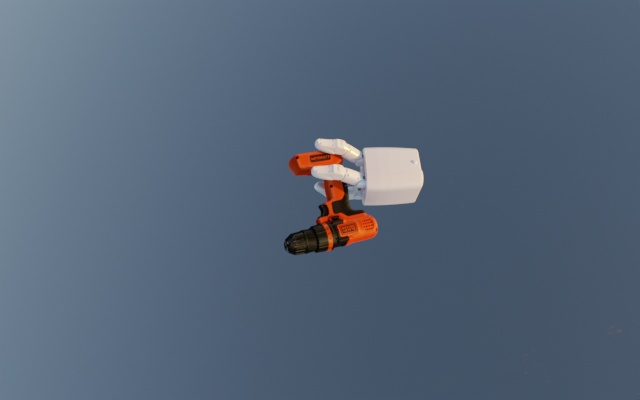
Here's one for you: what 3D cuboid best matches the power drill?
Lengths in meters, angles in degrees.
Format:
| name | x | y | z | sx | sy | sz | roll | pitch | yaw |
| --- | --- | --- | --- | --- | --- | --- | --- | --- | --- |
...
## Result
| name | x | y | z | sx | sy | sz | roll | pitch | yaw |
| --- | --- | --- | --- | --- | --- | --- | --- | --- | --- |
| power drill | 0.000 | 0.002 | 0.898 | 0.184 | 0.187 | 0.057 | -11 | -15 | -24 |
